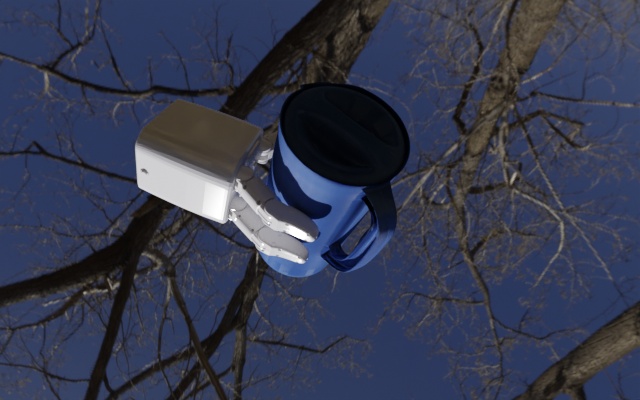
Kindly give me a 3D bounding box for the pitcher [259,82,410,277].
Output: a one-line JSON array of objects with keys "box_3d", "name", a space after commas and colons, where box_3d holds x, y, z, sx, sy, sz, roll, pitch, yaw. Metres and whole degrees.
[{"box_3d": [0.000, 0.002, 0.549, 0.145, 0.149, 0.243, 22, -37, -2], "name": "pitcher"}]
